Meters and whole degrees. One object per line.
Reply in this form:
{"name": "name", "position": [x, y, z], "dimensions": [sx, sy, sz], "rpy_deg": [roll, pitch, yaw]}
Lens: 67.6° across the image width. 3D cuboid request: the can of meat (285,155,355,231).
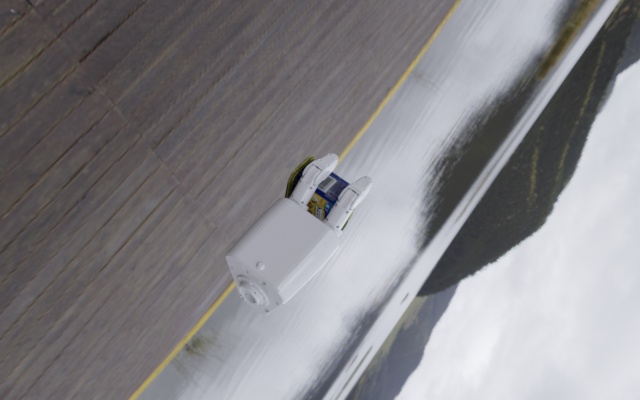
{"name": "can of meat", "position": [0.000, 0.002, 0.656], "dimensions": [0.084, 0.102, 0.057], "rpy_deg": [35, 54, 15]}
